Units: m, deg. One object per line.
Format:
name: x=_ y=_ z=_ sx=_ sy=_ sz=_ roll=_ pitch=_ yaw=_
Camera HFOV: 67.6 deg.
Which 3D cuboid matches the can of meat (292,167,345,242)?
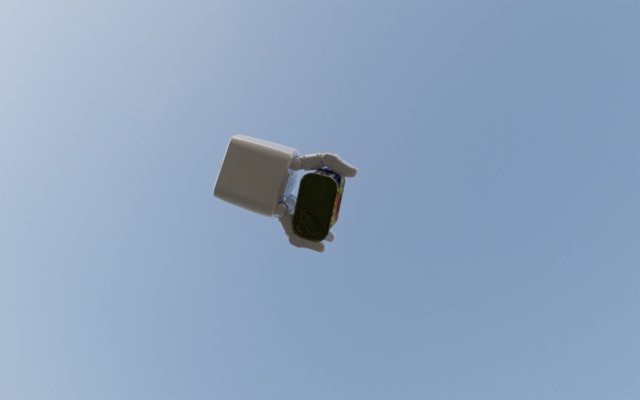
can of meat: x=0.000 y=0.002 z=0.737 sx=0.057 sy=0.102 sz=0.084 roll=14 pitch=15 yaw=10
